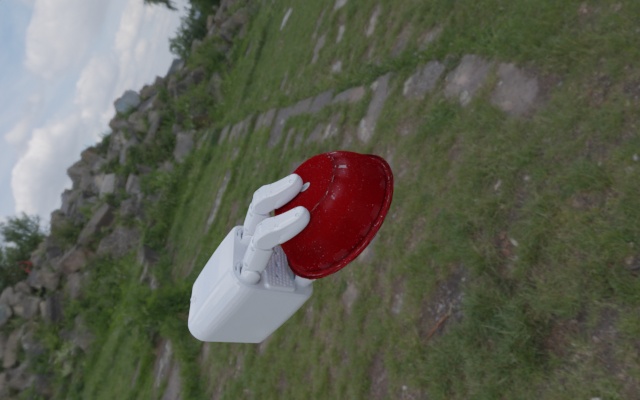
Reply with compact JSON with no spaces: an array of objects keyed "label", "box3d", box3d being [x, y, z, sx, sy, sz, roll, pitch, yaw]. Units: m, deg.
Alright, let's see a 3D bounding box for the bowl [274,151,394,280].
[{"label":"bowl","box3d":[0.001,0.000,0.521,0.055,0.162,0.162,38,-21,-30]}]
